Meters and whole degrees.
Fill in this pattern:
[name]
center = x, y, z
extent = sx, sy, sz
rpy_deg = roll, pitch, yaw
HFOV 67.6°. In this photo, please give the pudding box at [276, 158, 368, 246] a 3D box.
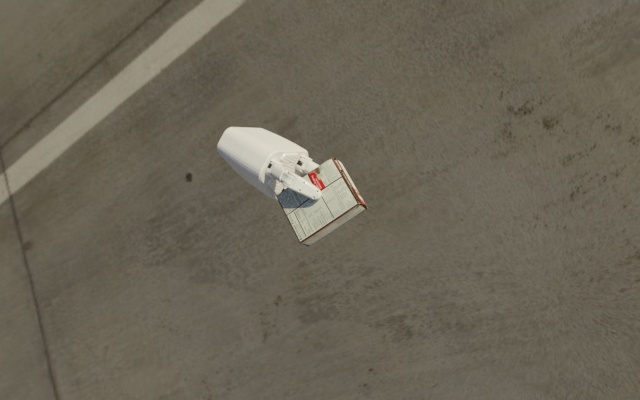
[pudding box]
center = 0.000, 0.002, 0.721
extent = 0.113, 0.090, 0.039
rpy_deg = -35, -21, 15
